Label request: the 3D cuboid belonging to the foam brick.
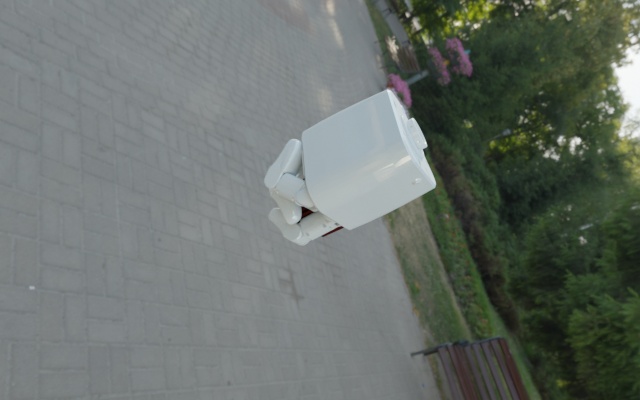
[{"bbox_3d":[0.000,0.002,0.565,0.051,0.053,0.078,-27,-30,19],"label":"foam brick"}]
